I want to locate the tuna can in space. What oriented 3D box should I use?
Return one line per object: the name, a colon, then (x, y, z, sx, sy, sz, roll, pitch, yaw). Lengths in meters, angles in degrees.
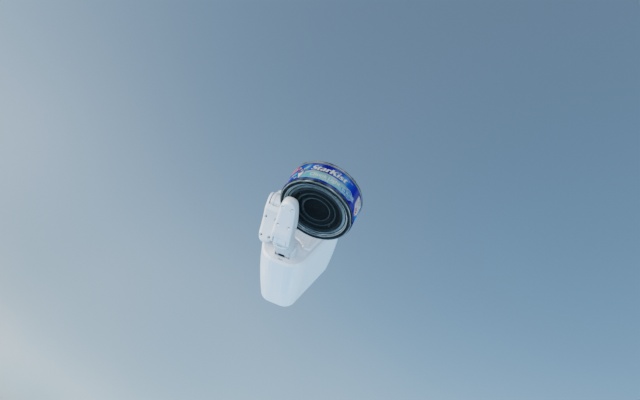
tuna can: (0.000, 0.002, 0.517, 0.086, 0.086, 0.033, 0, 38, 29)
